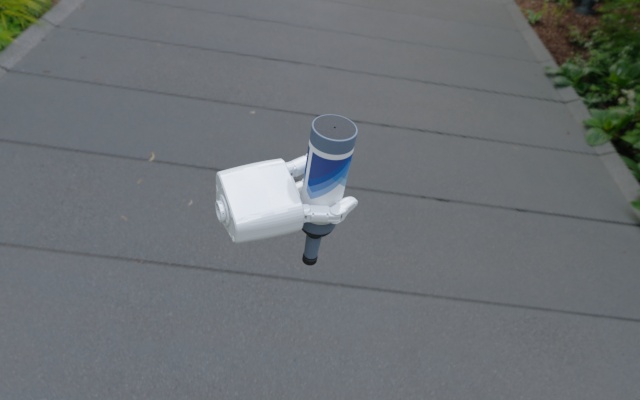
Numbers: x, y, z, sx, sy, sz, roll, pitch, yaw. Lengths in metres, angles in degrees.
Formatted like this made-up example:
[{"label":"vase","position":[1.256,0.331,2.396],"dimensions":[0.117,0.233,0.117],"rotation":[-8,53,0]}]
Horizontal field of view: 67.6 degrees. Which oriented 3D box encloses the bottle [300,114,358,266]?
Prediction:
[{"label":"bottle","position":[0.000,0.002,0.778],"dimensions":[0.069,0.296,0.069],"rotation":[6,43,-5]}]
